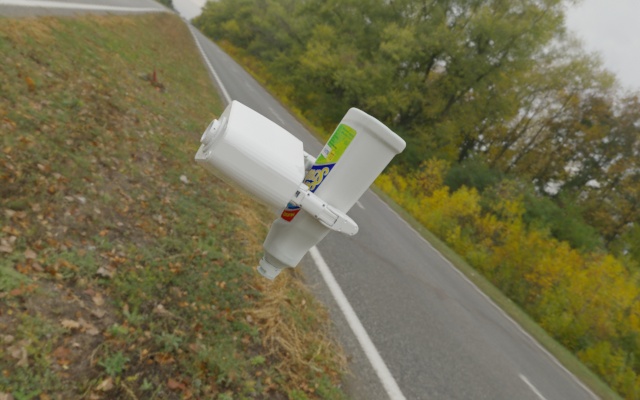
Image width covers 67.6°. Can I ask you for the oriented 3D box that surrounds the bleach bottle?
[{"bbox_3d":[0.000,0.002,0.627,0.068,0.251,0.102,33,9,-24],"label":"bleach bottle"}]
